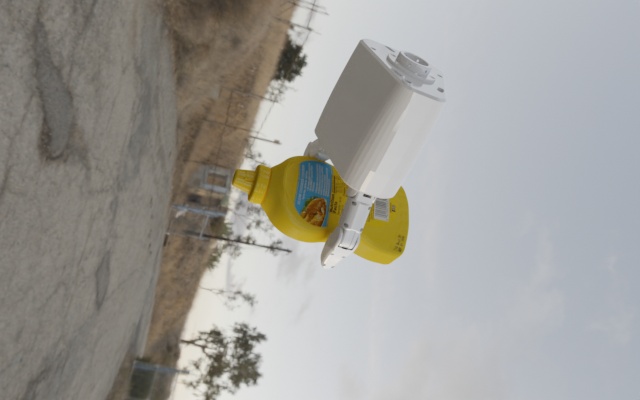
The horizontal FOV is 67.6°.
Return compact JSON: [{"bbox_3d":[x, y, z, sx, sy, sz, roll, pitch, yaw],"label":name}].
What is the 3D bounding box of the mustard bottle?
[{"bbox_3d":[0.000,0.002,0.514,0.191,0.096,0.058,17,-33,-17],"label":"mustard bottle"}]
